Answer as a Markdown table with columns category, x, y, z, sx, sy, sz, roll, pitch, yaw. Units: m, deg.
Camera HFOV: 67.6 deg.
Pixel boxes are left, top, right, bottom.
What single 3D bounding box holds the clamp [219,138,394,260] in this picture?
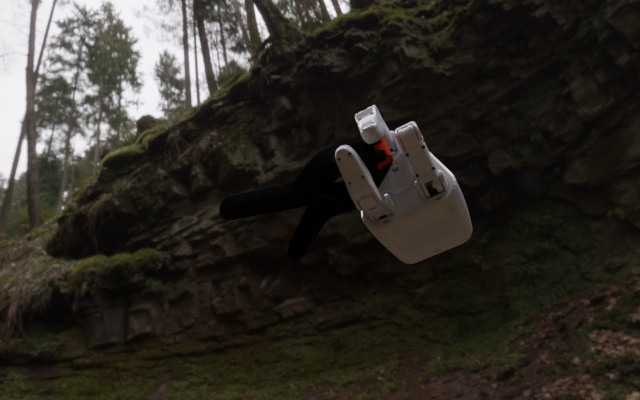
| category | x | y | z | sx | sy | sz | roll | pitch | yaw |
| --- | --- | --- | --- | --- | --- | --- | --- | --- | --- |
| clamp | 0.000 | 0.001 | 0.479 | 0.171 | 0.039 | 0.120 | -25 | -37 | 14 |
